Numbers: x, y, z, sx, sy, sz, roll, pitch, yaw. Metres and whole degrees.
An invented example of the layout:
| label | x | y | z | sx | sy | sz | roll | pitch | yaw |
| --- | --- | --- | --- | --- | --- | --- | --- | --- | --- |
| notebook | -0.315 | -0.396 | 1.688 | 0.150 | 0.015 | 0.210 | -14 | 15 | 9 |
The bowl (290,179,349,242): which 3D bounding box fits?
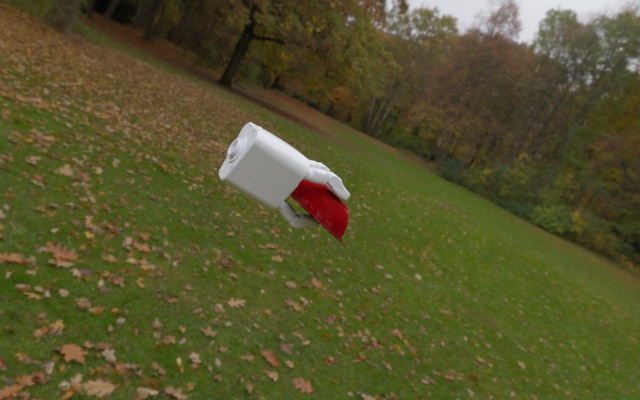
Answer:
| label | x | y | z | sx | sy | sz | roll | pitch | yaw |
| --- | --- | --- | --- | --- | --- | --- | --- | --- | --- |
| bowl | 0.001 | 0.003 | 0.883 | 0.162 | 0.055 | 0.162 | 44 | 0 | 0 |
